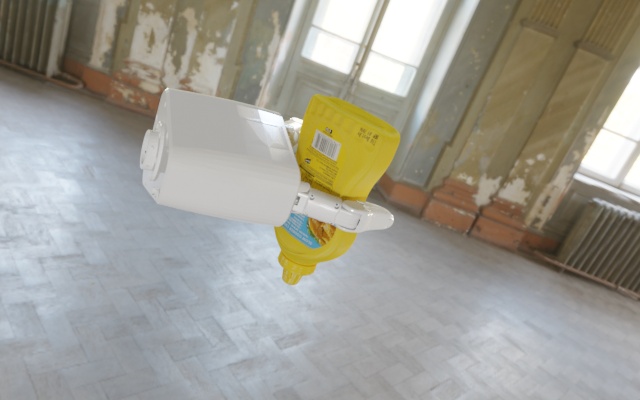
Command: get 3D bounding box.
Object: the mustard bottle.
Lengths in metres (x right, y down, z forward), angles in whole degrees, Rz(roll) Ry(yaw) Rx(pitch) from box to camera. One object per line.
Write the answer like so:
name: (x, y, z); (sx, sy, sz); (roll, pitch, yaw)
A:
mustard bottle: (0.000, 0.001, 0.469); (0.096, 0.192, 0.058); (36, 24, 33)
